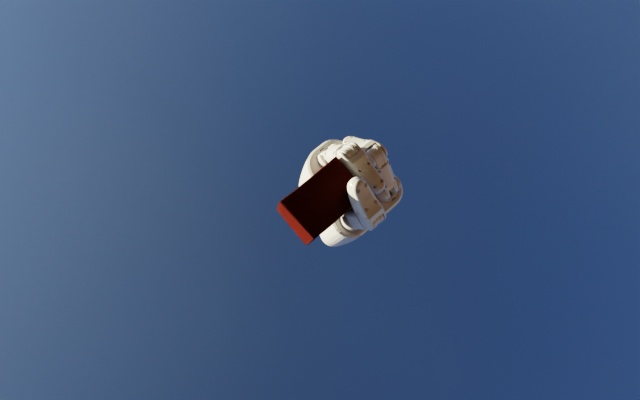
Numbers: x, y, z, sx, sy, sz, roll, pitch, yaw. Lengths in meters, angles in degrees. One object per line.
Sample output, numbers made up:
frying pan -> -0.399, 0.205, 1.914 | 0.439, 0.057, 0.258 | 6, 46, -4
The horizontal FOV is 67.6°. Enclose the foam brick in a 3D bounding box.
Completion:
foam brick -> 0.000, 0.002, 0.504 | 0.078, 0.053, 0.051 | -39, -2, -17
